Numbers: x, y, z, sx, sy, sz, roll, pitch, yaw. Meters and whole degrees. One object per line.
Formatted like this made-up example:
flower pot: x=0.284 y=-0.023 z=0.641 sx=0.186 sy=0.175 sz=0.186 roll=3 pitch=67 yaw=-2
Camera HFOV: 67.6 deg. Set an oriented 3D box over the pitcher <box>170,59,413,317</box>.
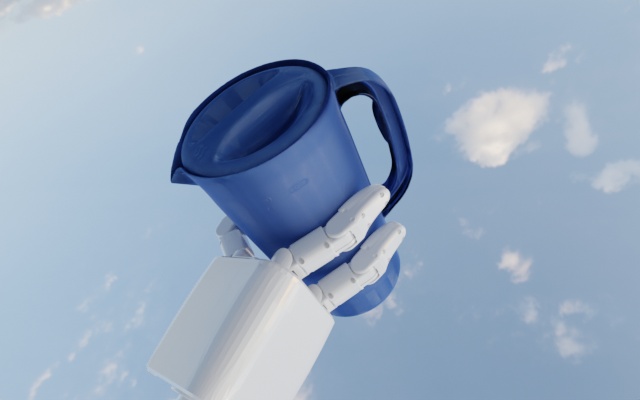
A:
pitcher: x=0.000 y=0.002 z=0.437 sx=0.149 sy=0.145 sz=0.243 roll=10 pitch=-33 yaw=36
